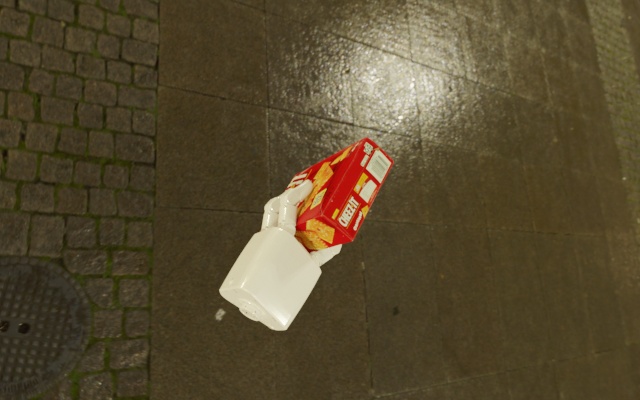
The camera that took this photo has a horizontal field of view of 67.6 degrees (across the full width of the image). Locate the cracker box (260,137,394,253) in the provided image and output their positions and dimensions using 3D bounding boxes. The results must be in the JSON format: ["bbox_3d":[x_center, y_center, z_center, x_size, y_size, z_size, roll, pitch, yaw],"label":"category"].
[{"bbox_3d":[0.000,0.003,0.777,0.072,0.164,0.214,42,-32,-18],"label":"cracker box"}]
